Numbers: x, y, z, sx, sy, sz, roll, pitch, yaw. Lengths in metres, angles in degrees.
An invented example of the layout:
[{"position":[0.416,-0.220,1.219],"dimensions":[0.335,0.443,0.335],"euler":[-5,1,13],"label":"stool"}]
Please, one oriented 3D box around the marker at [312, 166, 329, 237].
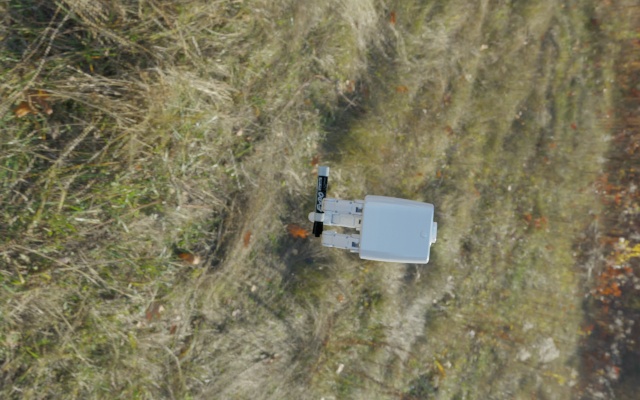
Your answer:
[{"position":[0.000,0.003,0.812],"dimensions":[0.020,0.121,0.020],"euler":[5,4,0],"label":"marker"}]
